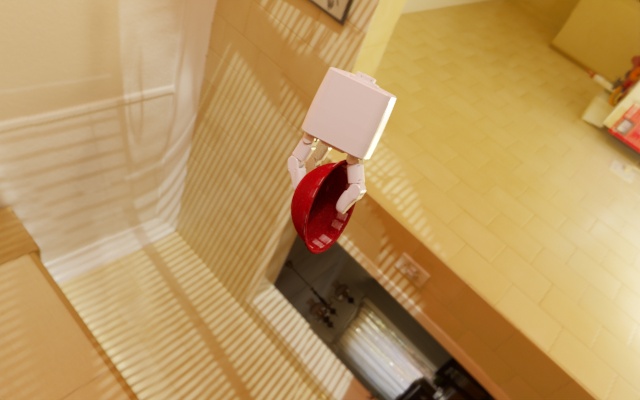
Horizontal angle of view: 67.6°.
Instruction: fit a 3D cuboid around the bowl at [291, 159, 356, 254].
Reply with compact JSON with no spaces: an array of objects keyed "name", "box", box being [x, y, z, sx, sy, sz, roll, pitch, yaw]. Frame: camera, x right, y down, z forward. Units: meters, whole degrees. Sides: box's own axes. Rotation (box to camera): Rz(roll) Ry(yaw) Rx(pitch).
[{"name":"bowl","box":[-0.001,0.004,0.777,0.055,0.162,0.162,22,10,26]}]
